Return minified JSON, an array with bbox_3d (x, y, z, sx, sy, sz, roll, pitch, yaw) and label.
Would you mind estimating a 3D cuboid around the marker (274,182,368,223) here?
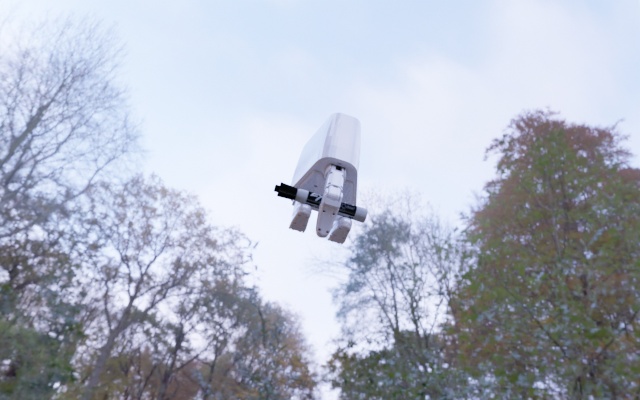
[{"bbox_3d":[0.000,0.002,0.601,0.121,0.020,0.020,17,-2,-7],"label":"marker"}]
